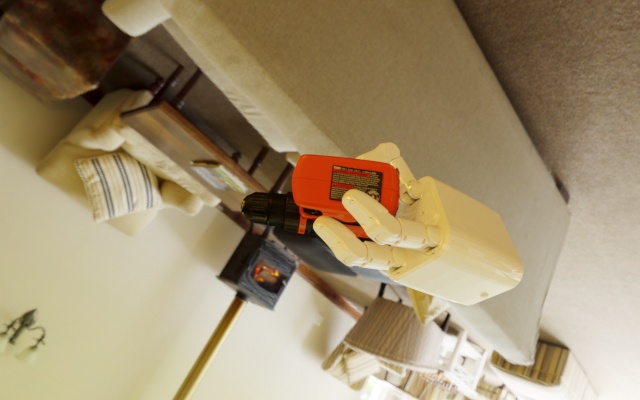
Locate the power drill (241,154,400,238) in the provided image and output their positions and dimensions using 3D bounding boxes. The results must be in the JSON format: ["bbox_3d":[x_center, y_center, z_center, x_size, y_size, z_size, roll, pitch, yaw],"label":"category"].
[{"bbox_3d":[0.000,0.002,0.538,0.184,0.057,0.188,5,-12,-6],"label":"power drill"}]
